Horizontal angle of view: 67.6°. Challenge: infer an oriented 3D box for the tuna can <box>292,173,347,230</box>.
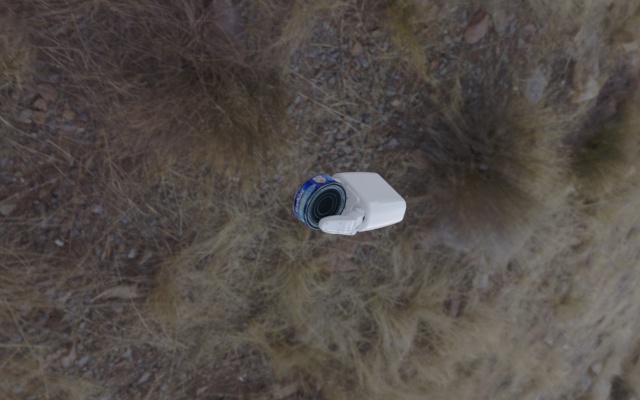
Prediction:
[{"bbox_3d":[0.000,0.003,0.756,0.086,0.086,0.033,0,26,-42],"label":"tuna can"}]
